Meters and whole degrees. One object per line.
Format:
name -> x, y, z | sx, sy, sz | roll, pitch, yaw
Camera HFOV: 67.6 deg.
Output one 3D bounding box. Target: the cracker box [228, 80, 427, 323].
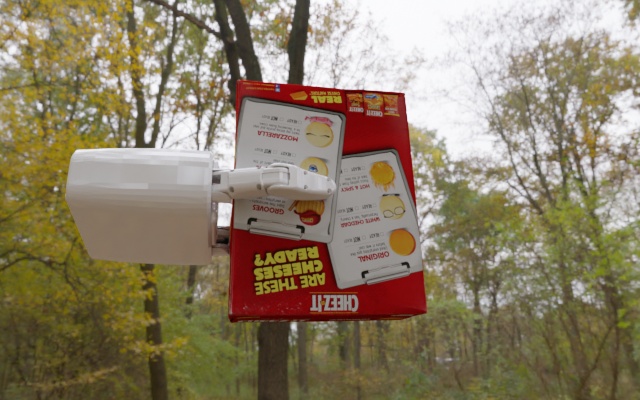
cracker box -> 0.000, 0.001, 0.442 | 0.164, 0.213, 0.072 | 2, -20, -10
